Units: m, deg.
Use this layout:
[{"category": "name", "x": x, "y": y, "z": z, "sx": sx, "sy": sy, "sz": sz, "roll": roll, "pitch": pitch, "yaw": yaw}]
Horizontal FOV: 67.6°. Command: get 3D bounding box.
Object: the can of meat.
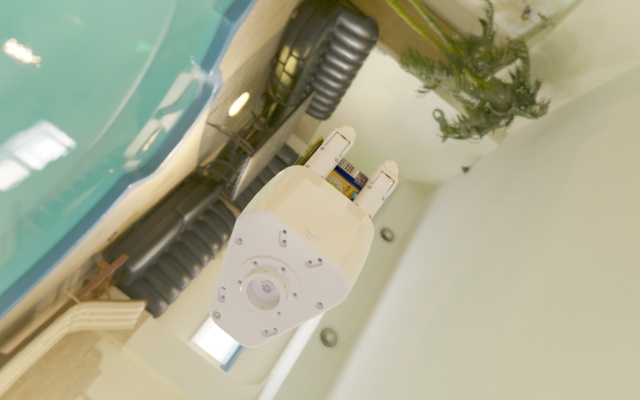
[{"category": "can of meat", "x": 0.000, "y": 0.002, "z": 0.477, "sx": 0.084, "sy": 0.102, "sz": 0.057, "roll": 39, "pitch": 19, "yaw": -1}]
